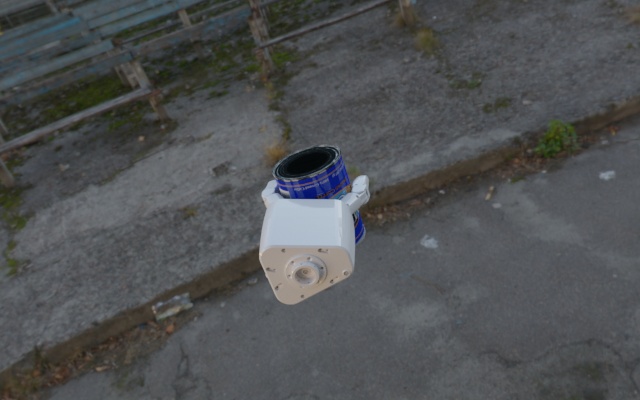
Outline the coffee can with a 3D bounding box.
[{"bbox_3d":[0.000,0.002,0.709,0.103,0.140,0.102,-15,28,8],"label":"coffee can"}]
